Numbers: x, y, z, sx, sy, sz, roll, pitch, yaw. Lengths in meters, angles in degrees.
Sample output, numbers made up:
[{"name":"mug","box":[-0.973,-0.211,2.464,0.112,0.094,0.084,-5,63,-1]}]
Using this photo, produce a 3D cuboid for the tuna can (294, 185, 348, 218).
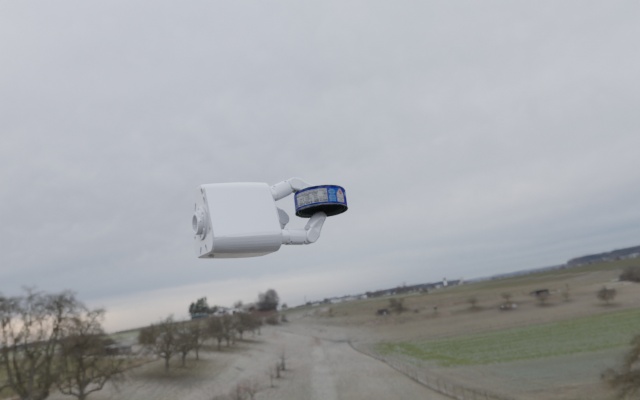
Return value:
[{"name":"tuna can","box":[0.000,0.002,0.770,0.086,0.033,0.086,-6,-15,-2]}]
